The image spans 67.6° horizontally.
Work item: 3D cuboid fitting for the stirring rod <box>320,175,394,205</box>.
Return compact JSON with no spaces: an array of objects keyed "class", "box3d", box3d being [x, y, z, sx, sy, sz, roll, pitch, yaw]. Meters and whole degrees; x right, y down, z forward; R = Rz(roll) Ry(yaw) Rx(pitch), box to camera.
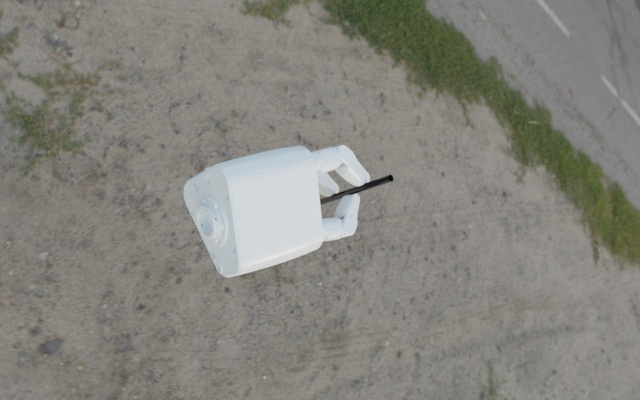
[{"class":"stirring rod","box3d":[0.000,0.002,0.608,0.011,0.011,0.239,0,-13,-41]}]
